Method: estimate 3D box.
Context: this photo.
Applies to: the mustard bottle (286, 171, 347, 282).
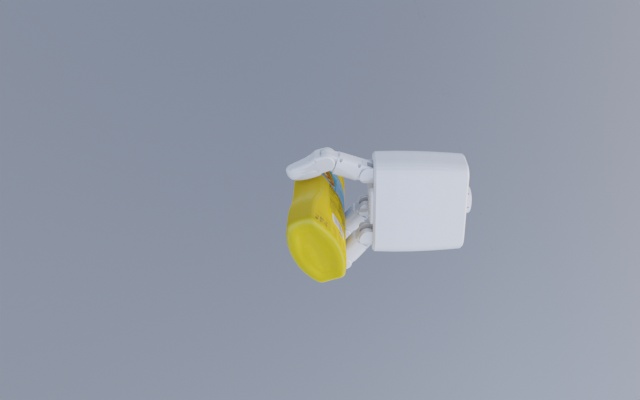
[{"bbox_3d":[0.000,0.002,0.593,0.058,0.096,0.191,-19,33,16],"label":"mustard bottle"}]
